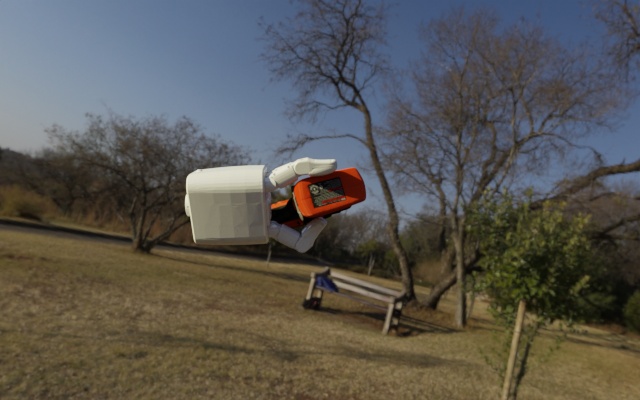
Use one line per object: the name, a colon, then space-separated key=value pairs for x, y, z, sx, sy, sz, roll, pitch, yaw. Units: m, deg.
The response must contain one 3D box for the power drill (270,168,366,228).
power drill: x=0.000 y=0.002 z=0.756 sx=0.184 sy=0.057 sz=0.188 roll=-17 pitch=-7 yaw=-22
